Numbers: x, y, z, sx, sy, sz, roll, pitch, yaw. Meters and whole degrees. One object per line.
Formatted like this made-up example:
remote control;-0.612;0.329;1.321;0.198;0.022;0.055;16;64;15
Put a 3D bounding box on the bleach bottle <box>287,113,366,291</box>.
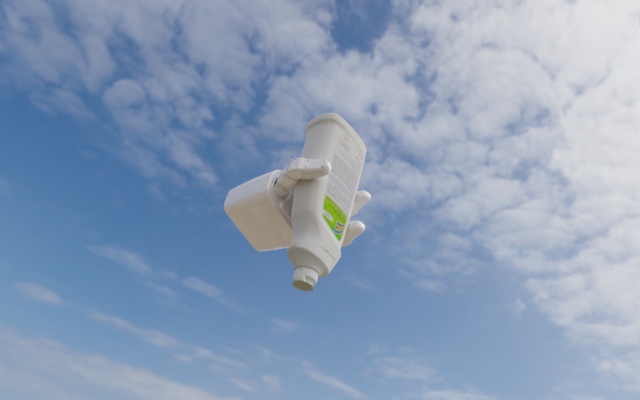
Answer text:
bleach bottle;0.000;0.002;0.662;0.068;0.250;0.103;-17;-45;38
